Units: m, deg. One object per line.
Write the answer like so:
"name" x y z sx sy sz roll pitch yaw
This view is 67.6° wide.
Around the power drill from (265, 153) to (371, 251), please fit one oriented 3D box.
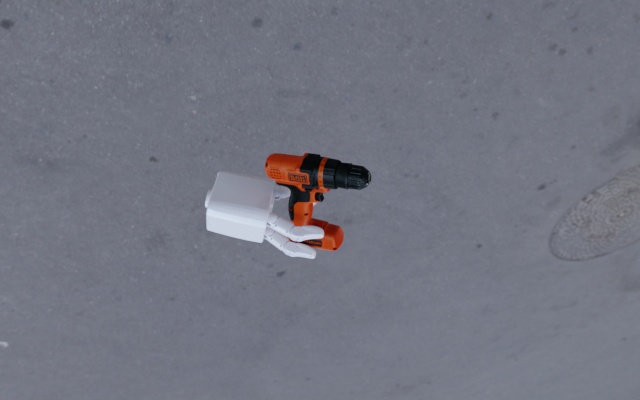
"power drill" 0.000 0.003 0.846 0.184 0.188 0.057 10 41 18
